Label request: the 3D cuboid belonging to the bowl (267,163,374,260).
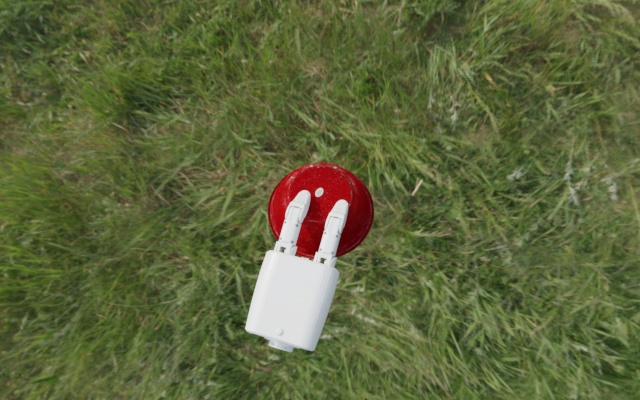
[{"bbox_3d":[0.000,0.001,0.699,0.162,0.162,0.055,0,-27,1],"label":"bowl"}]
